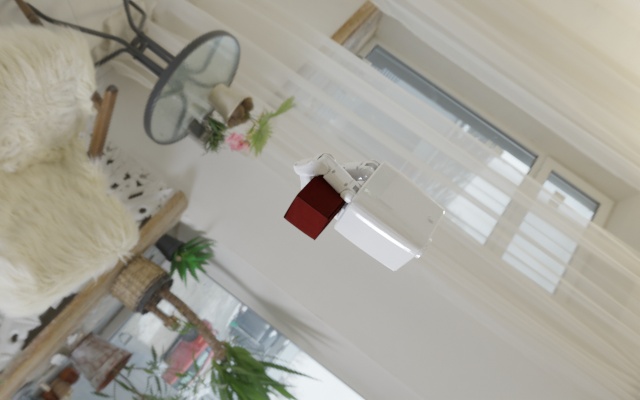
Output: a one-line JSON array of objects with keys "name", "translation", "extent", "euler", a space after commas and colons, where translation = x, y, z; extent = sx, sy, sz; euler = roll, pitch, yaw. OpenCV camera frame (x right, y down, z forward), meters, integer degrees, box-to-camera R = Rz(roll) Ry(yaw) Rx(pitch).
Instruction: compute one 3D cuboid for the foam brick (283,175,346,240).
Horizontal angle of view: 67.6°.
[{"name": "foam brick", "translation": [0.000, 0.002, 0.619], "extent": [0.078, 0.051, 0.053], "euler": [-48, -6, -41]}]
